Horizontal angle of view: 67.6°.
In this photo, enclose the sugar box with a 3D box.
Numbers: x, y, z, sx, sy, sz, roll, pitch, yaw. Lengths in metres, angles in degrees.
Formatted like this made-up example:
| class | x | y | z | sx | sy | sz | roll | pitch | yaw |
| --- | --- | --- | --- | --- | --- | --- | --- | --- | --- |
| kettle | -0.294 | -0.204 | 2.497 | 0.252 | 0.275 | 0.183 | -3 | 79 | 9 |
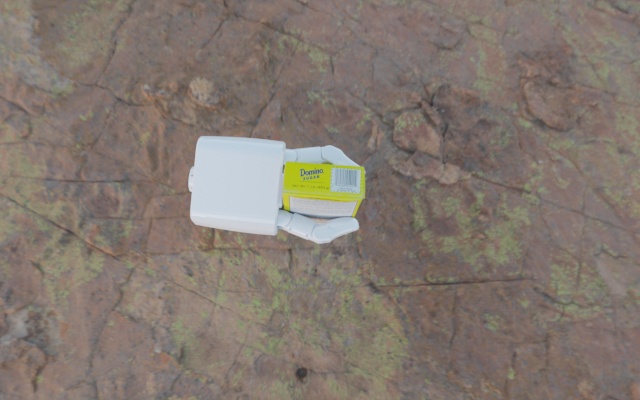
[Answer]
| class | x | y | z | sx | sy | sz | roll | pitch | yaw |
| --- | --- | --- | --- | --- | --- | --- | --- | --- | --- |
| sugar box | 0.000 | 0.001 | 0.616 | 0.093 | 0.048 | 0.176 | 5 | -15 | -2 |
